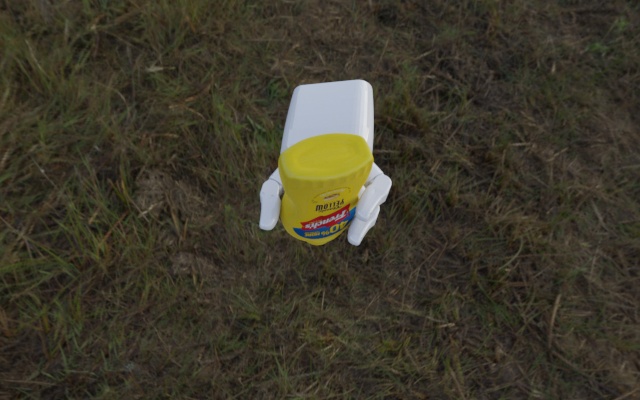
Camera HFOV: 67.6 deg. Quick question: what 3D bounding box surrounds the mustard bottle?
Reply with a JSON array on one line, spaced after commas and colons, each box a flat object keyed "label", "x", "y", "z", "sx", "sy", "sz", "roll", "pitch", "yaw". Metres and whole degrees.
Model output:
[{"label": "mustard bottle", "x": 0.000, "y": 0.002, "z": 0.560, "sx": 0.096, "sy": 0.058, "sz": 0.192, "roll": -15, "pitch": -28, "yaw": -13}]
